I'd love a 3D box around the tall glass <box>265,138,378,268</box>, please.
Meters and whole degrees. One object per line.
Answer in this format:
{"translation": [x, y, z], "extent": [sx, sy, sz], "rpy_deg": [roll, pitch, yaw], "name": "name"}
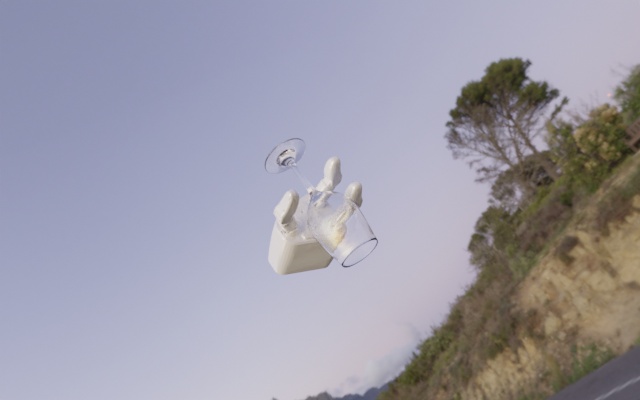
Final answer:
{"translation": [0.000, 0.002, 0.702], "extent": [0.079, 0.201, 0.079], "rpy_deg": [-30, -26, -16], "name": "tall glass"}
